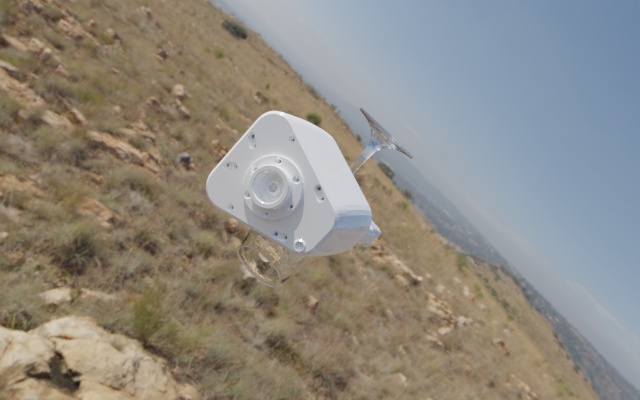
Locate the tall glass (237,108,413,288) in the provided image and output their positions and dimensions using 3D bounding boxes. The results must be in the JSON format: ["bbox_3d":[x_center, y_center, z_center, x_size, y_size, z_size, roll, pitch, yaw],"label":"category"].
[{"bbox_3d":[0.001,0.001,0.504,0.079,0.201,0.079,42,11,-10],"label":"tall glass"}]
